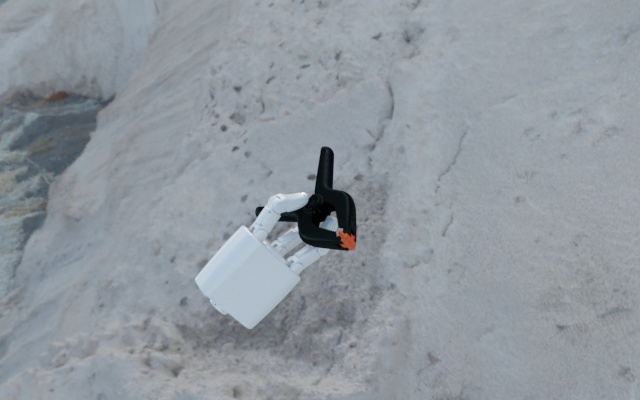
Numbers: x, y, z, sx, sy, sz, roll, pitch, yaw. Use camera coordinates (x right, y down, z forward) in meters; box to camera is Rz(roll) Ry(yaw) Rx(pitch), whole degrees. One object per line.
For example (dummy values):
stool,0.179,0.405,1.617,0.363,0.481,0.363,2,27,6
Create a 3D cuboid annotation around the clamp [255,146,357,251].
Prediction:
clamp,0.000,0.002,0.718,0.036,0.164,0.210,46,-7,-39
